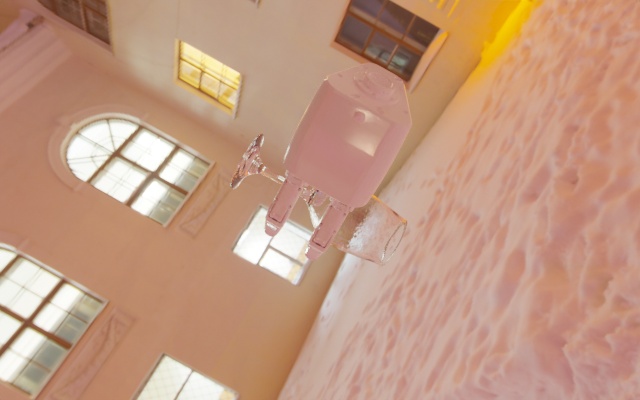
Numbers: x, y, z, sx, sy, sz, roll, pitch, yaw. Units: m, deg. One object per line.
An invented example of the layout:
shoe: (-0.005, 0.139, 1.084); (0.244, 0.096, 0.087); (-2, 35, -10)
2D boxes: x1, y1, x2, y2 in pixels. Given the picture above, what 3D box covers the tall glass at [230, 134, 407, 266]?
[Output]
tall glass: (-0.001, 0.002, 0.563); (0.201, 0.079, 0.079); (29, 0, 0)
